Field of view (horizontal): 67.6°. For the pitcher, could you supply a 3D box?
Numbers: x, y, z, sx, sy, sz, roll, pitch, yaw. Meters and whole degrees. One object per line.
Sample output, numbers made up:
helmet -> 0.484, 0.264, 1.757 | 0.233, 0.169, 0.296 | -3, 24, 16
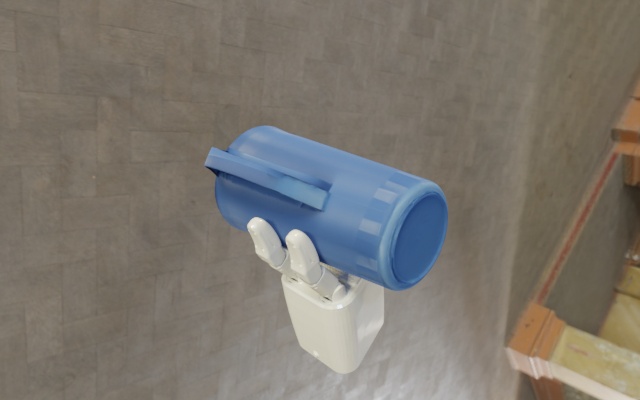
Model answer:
pitcher -> 0.000, 0.002, 0.507 | 0.242, 0.145, 0.149 | 20, 41, 41
